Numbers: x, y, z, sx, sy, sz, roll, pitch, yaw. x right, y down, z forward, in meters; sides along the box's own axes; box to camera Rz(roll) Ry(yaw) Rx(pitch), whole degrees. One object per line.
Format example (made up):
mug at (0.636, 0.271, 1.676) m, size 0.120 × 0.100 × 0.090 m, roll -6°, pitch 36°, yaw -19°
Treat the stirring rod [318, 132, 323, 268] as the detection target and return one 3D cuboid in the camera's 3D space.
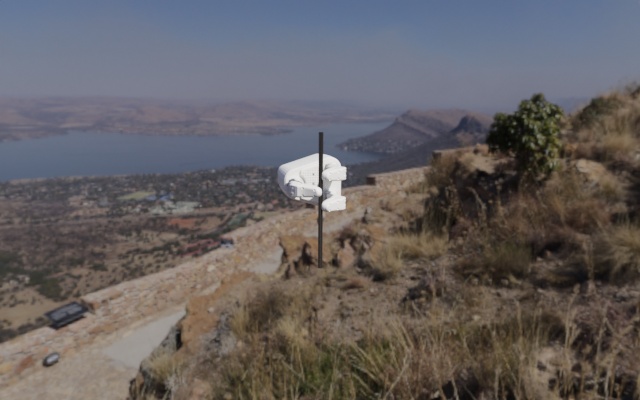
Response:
stirring rod at (0.000, 0.003, 0.830) m, size 0.011 × 0.239 × 0.011 m, roll 0°, pitch 12°, yaw 0°
